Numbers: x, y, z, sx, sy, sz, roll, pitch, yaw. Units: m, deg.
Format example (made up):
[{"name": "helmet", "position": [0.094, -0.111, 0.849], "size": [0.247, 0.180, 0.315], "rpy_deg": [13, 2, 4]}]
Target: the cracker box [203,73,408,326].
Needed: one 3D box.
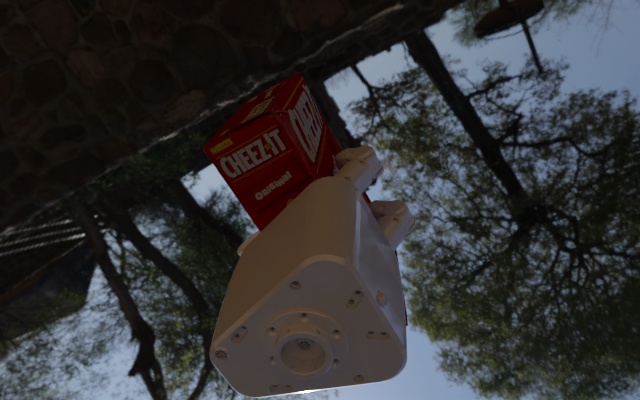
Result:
[{"name": "cracker box", "position": [0.000, 0.002, 0.443], "size": [0.072, 0.214, 0.164], "rpy_deg": [-26, 20, 14]}]
